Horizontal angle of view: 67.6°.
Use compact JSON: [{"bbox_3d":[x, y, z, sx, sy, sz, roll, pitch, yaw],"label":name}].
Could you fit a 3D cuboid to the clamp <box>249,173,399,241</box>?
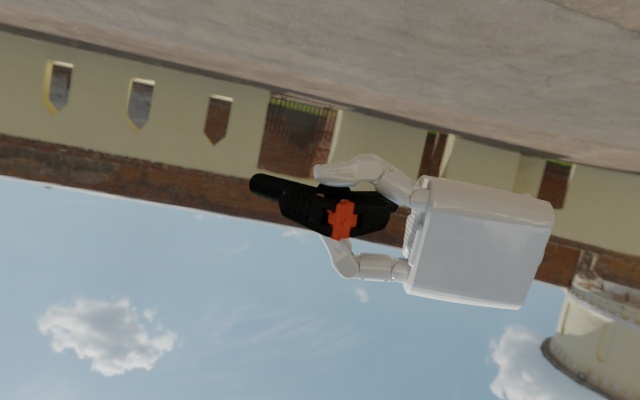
[{"bbox_3d":[0.000,0.002,0.440,0.164,0.036,0.210,8,6,2],"label":"clamp"}]
